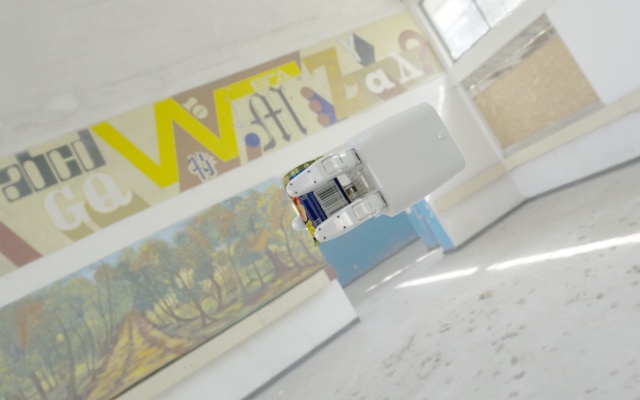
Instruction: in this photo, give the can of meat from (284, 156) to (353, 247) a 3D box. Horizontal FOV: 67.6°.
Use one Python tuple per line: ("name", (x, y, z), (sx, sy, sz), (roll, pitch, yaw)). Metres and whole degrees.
("can of meat", (0.000, 0.002, 0.549), (0.057, 0.084, 0.102), (-30, -4, -9))
